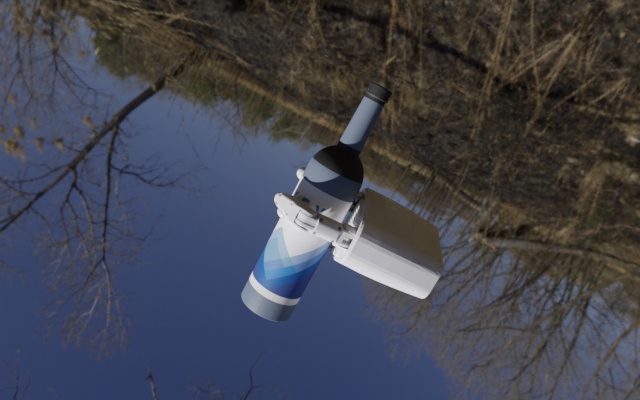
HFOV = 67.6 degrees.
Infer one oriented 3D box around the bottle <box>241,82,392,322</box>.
[{"bbox_3d":[0.000,0.002,0.558,0.069,0.296,0.069,27,12,-6],"label":"bottle"}]
